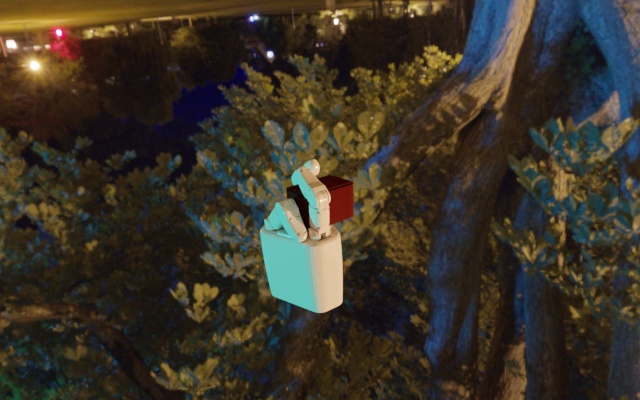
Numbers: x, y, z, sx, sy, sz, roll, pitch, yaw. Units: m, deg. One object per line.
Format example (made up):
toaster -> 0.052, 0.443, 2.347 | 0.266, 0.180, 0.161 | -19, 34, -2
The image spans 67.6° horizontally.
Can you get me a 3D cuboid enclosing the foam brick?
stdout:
foam brick -> 0.000, 0.002, 0.653 | 0.078, 0.051, 0.053 | -18, 24, -30
